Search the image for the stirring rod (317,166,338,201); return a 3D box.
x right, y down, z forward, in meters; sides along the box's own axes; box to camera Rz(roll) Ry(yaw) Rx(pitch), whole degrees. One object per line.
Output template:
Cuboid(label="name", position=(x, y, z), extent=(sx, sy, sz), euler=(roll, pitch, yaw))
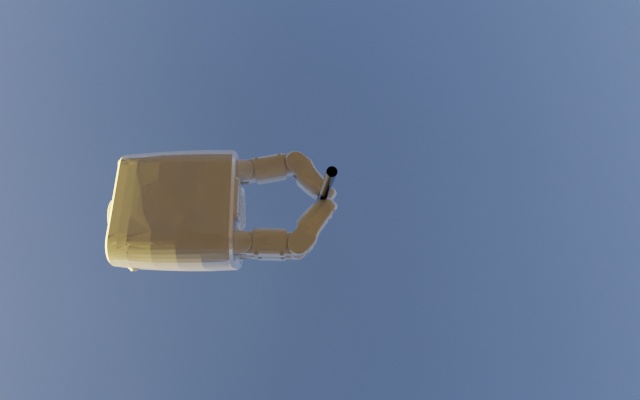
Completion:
Cuboid(label="stirring rod", position=(0.000, 0.001, 0.455), extent=(0.011, 0.011, 0.239), euler=(0, -10, -4))
